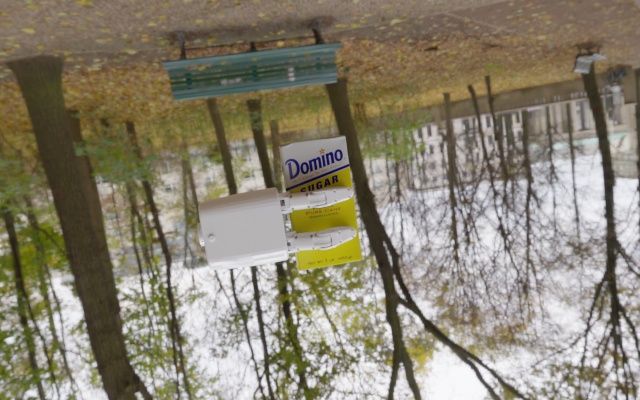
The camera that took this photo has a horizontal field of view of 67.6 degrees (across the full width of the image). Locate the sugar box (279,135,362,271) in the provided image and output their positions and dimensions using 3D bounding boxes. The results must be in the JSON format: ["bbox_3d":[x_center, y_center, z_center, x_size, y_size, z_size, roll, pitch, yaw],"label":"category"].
[{"bbox_3d":[0.000,0.002,0.670,0.093,0.176,0.048,-10,7,-7],"label":"sugar box"}]
